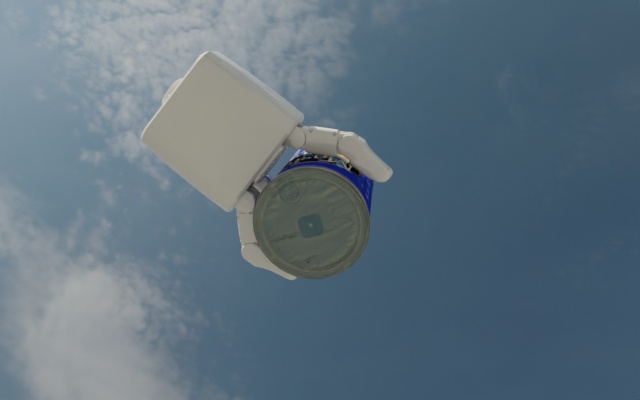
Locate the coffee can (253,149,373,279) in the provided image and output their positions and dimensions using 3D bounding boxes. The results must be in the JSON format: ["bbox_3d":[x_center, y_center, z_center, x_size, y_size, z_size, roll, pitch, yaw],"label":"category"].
[{"bbox_3d":[0.000,0.002,0.476,0.103,0.103,0.140,0,17,8],"label":"coffee can"}]
